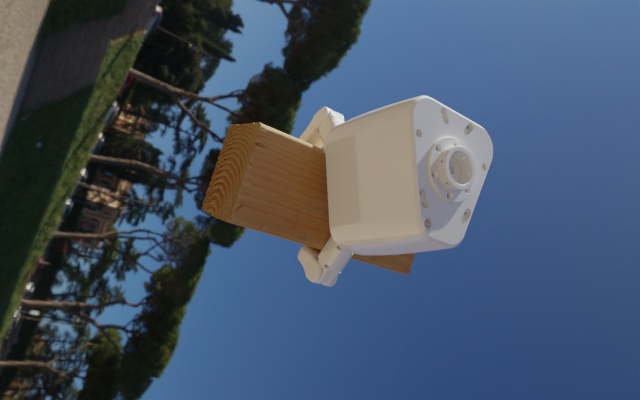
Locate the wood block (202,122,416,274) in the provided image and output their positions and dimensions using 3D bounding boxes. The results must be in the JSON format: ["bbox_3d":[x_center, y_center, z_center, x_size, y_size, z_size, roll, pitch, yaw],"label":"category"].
[{"bbox_3d":[0.000,0.002,0.485,0.206,0.091,0.090,20,-3,-29],"label":"wood block"}]
